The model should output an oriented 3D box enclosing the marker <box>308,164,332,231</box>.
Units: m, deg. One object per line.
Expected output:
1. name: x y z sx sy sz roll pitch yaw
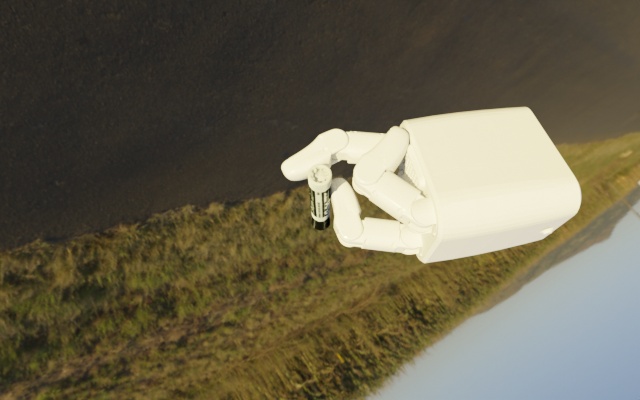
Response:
1. marker: 0.000 0.001 0.427 0.020 0.020 0.121 0 -21 1
